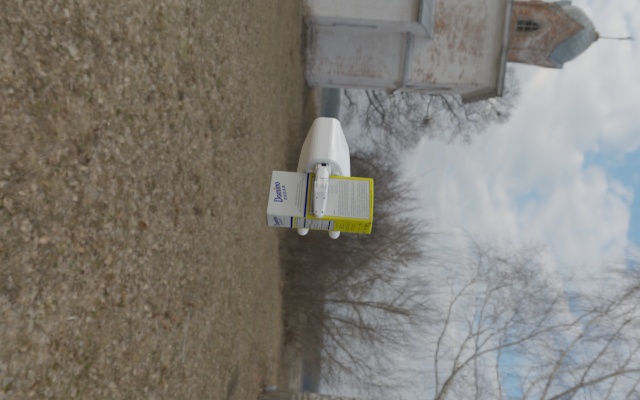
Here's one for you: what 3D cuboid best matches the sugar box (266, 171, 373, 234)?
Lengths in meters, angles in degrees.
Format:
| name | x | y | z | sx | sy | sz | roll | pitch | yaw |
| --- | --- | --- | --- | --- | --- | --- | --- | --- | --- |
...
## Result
| name | x | y | z | sx | sy | sz | roll | pitch | yaw |
| --- | --- | --- | --- | --- | --- | --- | --- | --- | --- |
| sugar box | 0.000 | 0.003 | 0.814 | 0.176 | 0.093 | 0.048 | 4 | -35 | 1 |
